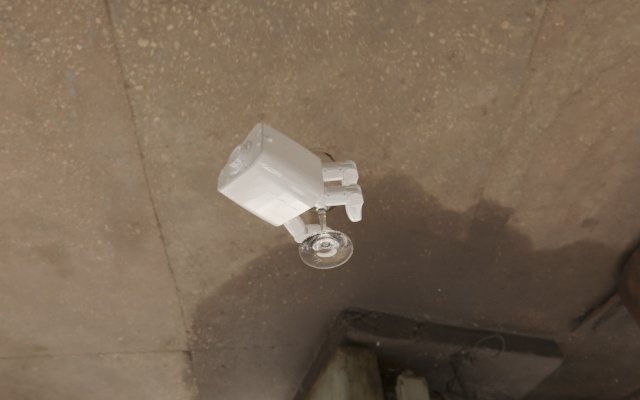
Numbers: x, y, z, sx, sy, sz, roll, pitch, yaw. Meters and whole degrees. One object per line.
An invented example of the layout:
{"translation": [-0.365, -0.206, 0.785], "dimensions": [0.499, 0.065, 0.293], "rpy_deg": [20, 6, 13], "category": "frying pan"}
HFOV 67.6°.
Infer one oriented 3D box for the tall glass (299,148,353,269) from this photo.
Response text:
{"translation": [0.000, 0.003, 0.721], "dimensions": [0.079, 0.079, 0.200], "rpy_deg": [0, 41, -6], "category": "tall glass"}
